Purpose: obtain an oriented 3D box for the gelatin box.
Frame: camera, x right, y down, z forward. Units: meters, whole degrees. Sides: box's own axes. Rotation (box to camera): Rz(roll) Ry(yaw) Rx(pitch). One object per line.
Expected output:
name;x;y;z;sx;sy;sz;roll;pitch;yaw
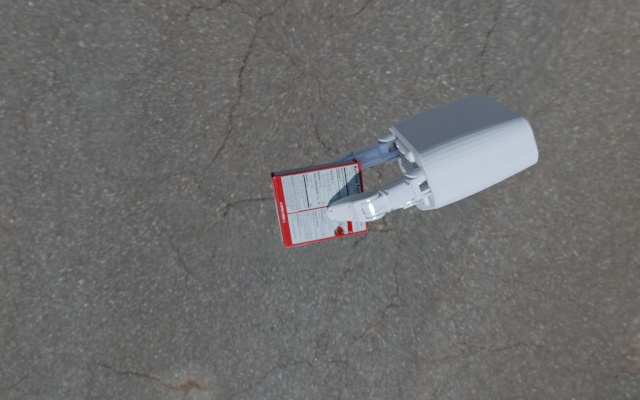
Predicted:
gelatin box;0.000;0.002;0.479;0.089;0.073;0.030;-11;14;-8
